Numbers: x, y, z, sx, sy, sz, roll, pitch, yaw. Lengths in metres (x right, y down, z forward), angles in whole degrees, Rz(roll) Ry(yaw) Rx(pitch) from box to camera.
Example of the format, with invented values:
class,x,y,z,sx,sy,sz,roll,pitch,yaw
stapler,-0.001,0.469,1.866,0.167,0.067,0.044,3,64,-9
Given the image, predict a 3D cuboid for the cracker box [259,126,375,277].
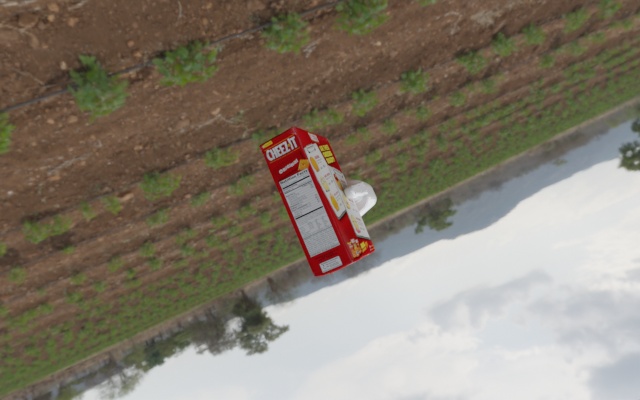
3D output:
class,x,y,z,sx,sy,sz,roll,pitch,yaw
cracker box,0.000,0.003,0.751,0.072,0.213,0.164,-26,-7,16
